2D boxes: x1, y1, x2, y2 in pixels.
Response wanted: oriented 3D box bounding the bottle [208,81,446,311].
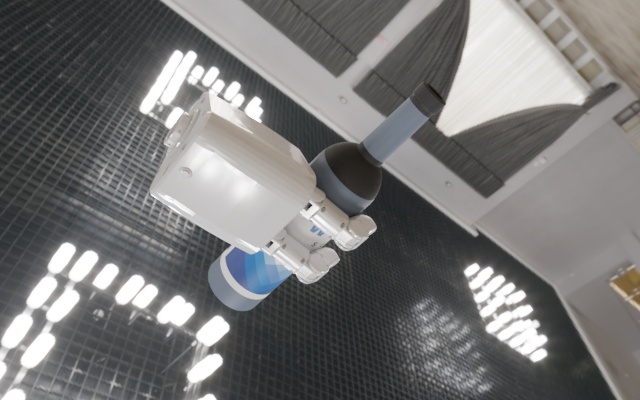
[{"bbox_3d":[0.000,0.002,0.462,0.296,0.069,0.069,-44,-23,26],"label":"bottle"}]
